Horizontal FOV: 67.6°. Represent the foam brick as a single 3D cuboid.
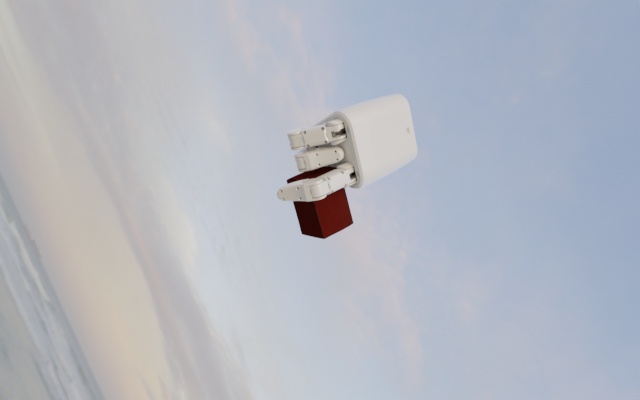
[{"bbox_3d":[0.000,0.002,0.607,0.051,0.078,0.053,-25,20,-31],"label":"foam brick"}]
